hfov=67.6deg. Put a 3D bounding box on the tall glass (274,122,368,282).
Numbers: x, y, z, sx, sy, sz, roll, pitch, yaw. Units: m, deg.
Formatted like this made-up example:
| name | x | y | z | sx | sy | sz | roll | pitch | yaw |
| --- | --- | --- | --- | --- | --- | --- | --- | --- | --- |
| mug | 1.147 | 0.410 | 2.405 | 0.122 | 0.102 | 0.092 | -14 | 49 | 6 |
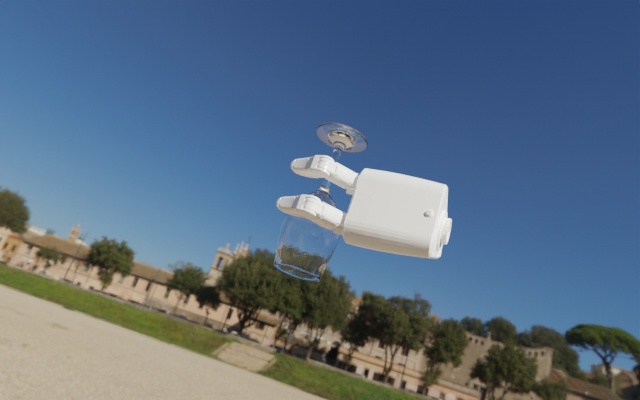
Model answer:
| name | x | y | z | sx | sy | sz | roll | pitch | yaw |
| --- | --- | --- | --- | --- | --- | --- | --- | --- | --- |
| tall glass | 0.000 | 0.001 | 0.629 | 0.079 | 0.201 | 0.079 | 17 | -19 | 6 |
